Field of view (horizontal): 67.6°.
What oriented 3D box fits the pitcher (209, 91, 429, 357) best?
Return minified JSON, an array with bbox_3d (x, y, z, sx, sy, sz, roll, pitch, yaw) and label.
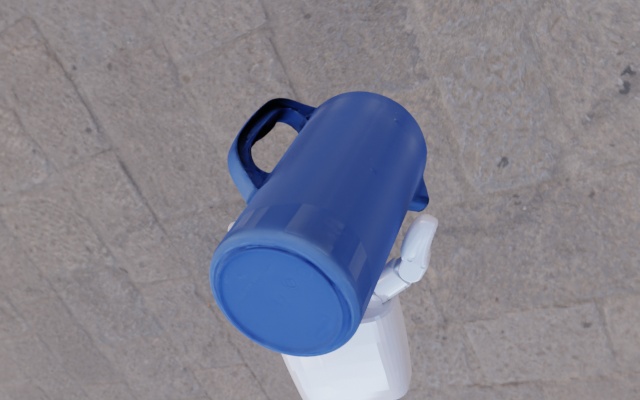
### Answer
[{"bbox_3d":[0.000,0.001,0.405,0.149,0.145,0.242,-3,28,22],"label":"pitcher"}]
